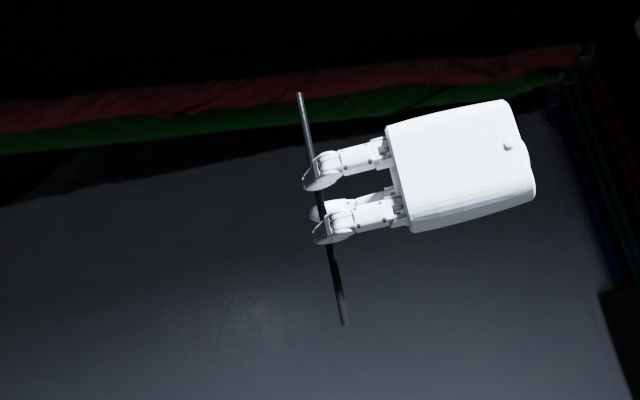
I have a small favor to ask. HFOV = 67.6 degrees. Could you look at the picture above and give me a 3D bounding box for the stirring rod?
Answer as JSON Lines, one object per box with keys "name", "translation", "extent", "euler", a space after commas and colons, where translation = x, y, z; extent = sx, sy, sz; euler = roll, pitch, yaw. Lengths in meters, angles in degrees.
{"name": "stirring rod", "translation": [0.000, 0.002, 0.472], "extent": [0.011, 0.239, 0.011], "euler": [-11, -15, -3]}
